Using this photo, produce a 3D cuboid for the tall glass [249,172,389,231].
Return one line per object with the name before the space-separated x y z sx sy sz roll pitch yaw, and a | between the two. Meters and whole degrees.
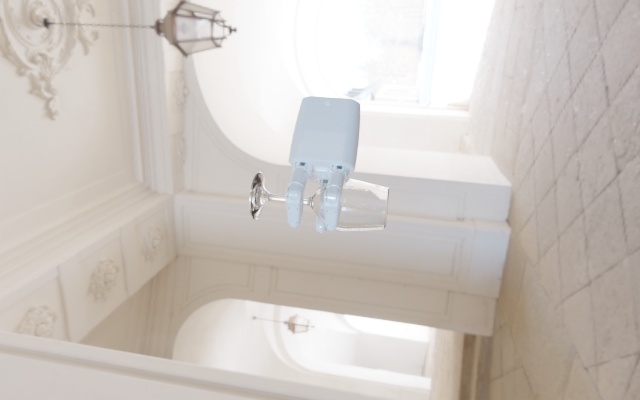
tall glass | -0.001 0.002 0.719 0.201 0.079 0.079 6 1 10
